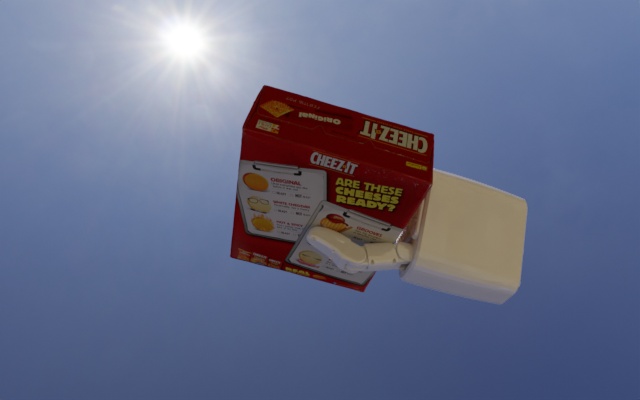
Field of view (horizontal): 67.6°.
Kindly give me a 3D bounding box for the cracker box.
[{"bbox_3d":[0.000,0.002,0.489,0.164,0.072,0.214,15,-38,-2],"label":"cracker box"}]
